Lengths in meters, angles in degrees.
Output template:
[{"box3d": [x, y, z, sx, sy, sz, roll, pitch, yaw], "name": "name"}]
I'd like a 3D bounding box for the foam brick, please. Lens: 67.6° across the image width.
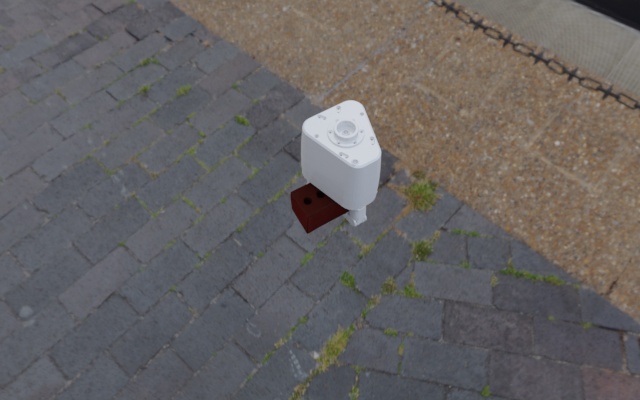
[{"box3d": [0.000, 0.003, 0.719, 0.078, 0.053, 0.051, -28, -26, -15], "name": "foam brick"}]
